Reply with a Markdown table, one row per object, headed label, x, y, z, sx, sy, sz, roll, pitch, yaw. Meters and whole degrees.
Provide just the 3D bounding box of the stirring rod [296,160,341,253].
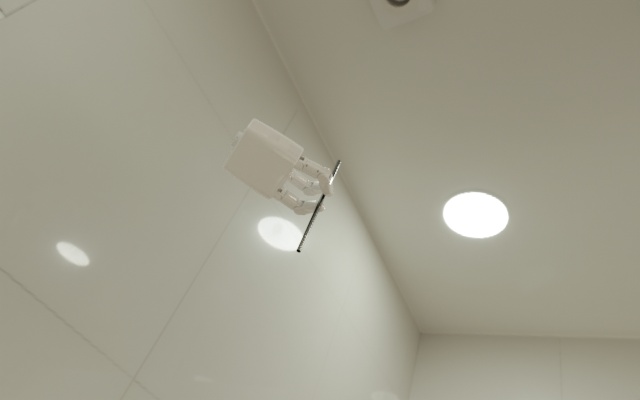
| label | x | y | z | sx | sy | sz | roll | pitch | yaw |
| --- | --- | --- | --- | --- | --- | --- | --- | --- | --- |
| stirring rod | 0.000 | 0.003 | 0.873 | 0.011 | 0.011 | 0.239 | 0 | 43 | 24 |
